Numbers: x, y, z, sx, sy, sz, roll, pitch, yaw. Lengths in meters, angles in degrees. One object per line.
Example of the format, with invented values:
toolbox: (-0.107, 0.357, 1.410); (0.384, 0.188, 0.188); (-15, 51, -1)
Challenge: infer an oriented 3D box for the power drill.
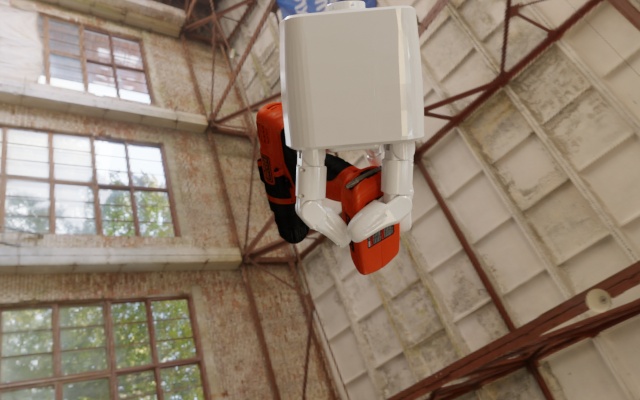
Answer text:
power drill: (0.000, 0.002, 0.514); (0.057, 0.185, 0.187); (-30, 40, -28)
